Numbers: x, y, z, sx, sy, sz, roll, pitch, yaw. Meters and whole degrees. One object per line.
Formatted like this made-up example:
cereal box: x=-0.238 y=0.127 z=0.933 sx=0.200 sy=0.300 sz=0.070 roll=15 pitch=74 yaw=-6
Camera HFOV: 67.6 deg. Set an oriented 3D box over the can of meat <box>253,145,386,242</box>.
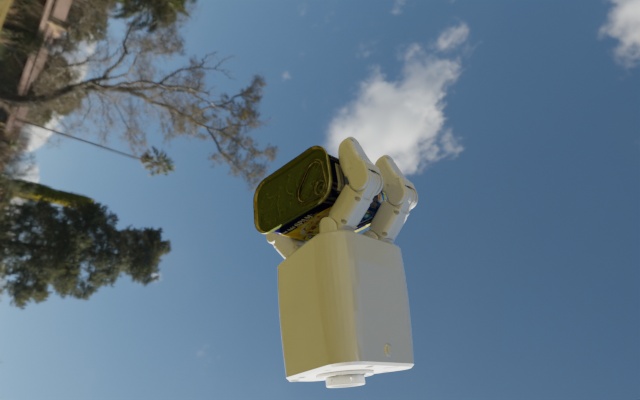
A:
can of meat: x=0.000 y=0.002 z=0.457 sx=0.084 sy=0.057 sz=0.102 roll=20 pitch=-38 yaw=-41
